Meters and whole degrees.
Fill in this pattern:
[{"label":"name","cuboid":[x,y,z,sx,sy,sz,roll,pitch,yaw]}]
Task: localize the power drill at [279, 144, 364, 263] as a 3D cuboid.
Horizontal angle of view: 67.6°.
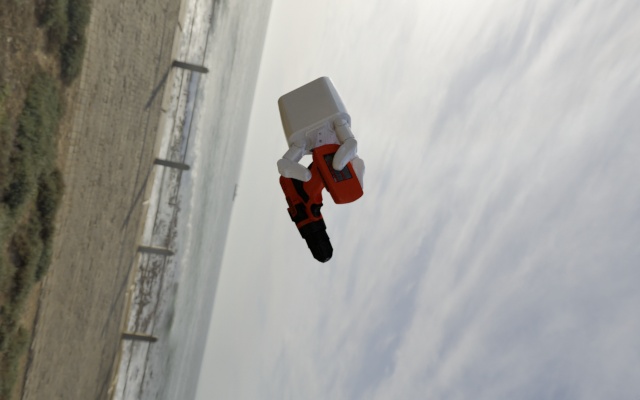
[{"label":"power drill","cuboid":[0.000,0.002,0.820,0.057,0.184,0.188,-19,-13,-31]}]
